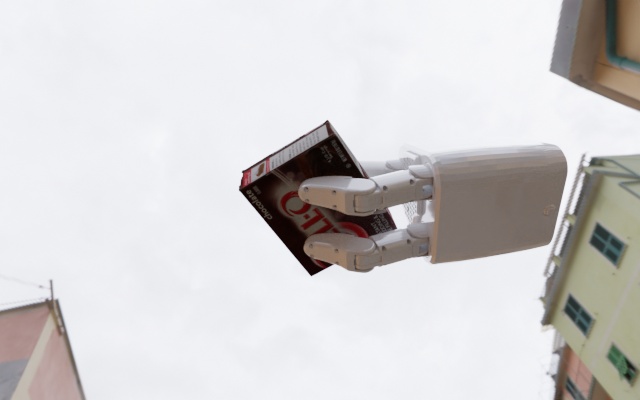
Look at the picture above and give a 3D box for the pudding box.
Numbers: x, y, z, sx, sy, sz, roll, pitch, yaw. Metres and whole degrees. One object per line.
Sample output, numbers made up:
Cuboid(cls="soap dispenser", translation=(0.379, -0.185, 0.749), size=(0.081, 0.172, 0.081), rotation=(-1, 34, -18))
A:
Cuboid(cls="pudding box", translation=(0.000, 0.001, 0.405), size=(0.090, 0.113, 0.039), rotation=(-30, 28, 12))
